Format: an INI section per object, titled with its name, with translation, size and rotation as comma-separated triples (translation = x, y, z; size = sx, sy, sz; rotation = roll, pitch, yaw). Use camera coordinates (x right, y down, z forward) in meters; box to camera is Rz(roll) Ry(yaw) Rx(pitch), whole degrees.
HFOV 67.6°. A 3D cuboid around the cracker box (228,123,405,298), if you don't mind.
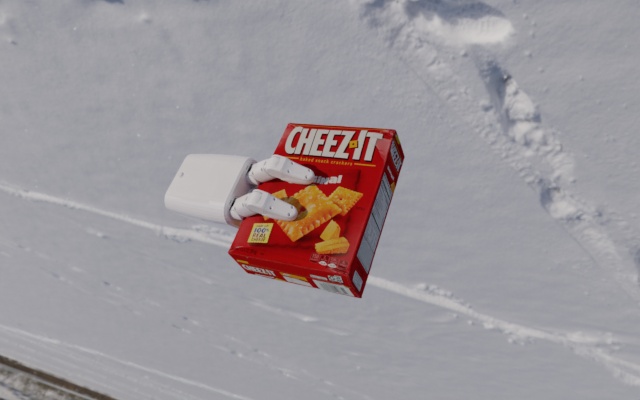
[cracker box]
translation = 0.000, 0.002, 0.619
size = 0.164, 0.213, 0.072
rotation = 8, -29, 25
